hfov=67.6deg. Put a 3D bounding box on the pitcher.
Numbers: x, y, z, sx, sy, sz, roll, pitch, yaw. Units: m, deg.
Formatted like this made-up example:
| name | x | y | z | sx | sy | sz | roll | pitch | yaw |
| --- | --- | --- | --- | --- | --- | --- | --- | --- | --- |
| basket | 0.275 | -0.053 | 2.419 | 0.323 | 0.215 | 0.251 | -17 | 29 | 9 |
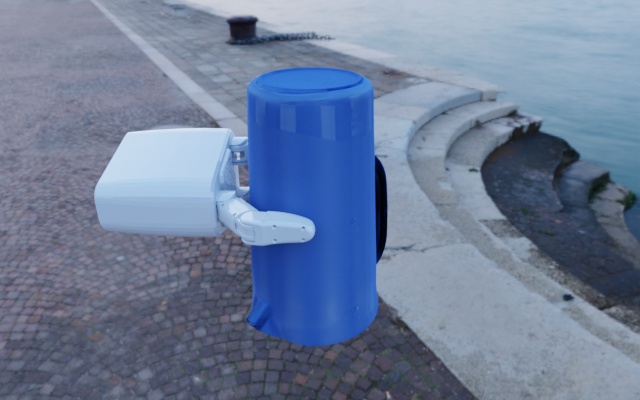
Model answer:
| name | x | y | z | sx | sy | sz | roll | pitch | yaw |
| --- | --- | --- | --- | --- | --- | --- | --- | --- | --- |
| pitcher | 0.000 | 0.002 | 0.462 | 0.145 | 0.243 | 0.149 | 1 | 26 | 3 |
